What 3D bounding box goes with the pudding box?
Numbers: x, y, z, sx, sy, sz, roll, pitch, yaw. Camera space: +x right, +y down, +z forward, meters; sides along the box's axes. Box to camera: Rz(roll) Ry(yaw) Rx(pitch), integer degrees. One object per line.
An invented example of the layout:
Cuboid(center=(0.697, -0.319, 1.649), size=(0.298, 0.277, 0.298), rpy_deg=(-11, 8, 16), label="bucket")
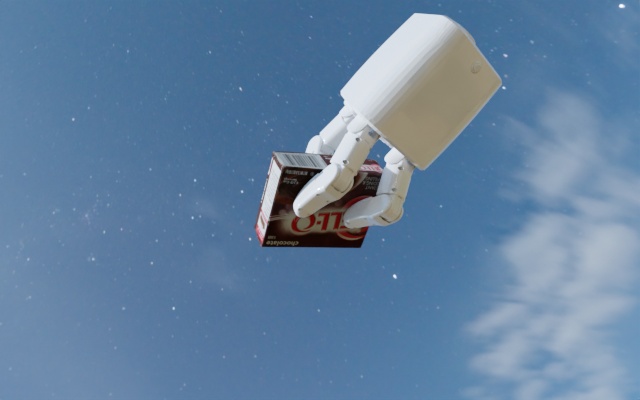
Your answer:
Cuboid(center=(0.000, 0.001, 0.466), size=(0.113, 0.090, 0.039), rpy_deg=(4, 31, -23), label="pudding box")
